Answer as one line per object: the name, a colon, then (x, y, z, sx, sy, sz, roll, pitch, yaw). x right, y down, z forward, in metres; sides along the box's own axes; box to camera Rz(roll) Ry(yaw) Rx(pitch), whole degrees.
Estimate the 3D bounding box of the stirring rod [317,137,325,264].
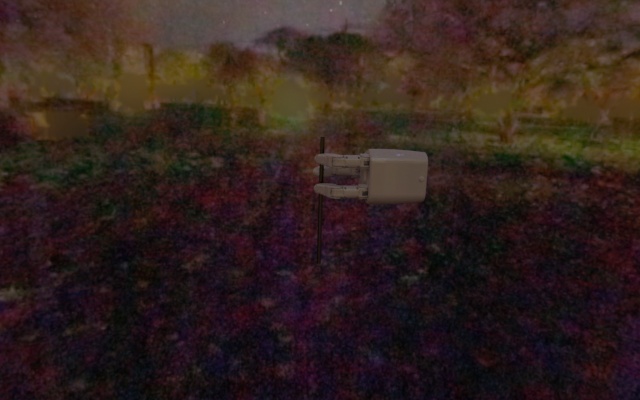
stirring rod: (0.000, 0.003, 0.888, 0.011, 0.239, 0.011, 2, 13, 0)
